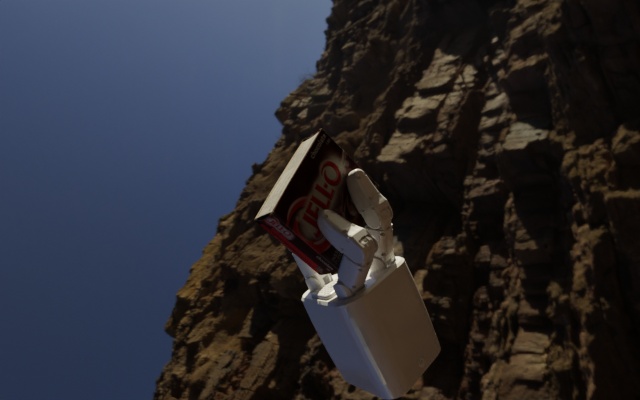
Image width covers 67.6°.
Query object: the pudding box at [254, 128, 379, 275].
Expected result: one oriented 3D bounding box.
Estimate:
[{"bbox_3d":[0.000,0.002,0.464,0.090,0.113,0.039,43,-38,-23],"label":"pudding box"}]
